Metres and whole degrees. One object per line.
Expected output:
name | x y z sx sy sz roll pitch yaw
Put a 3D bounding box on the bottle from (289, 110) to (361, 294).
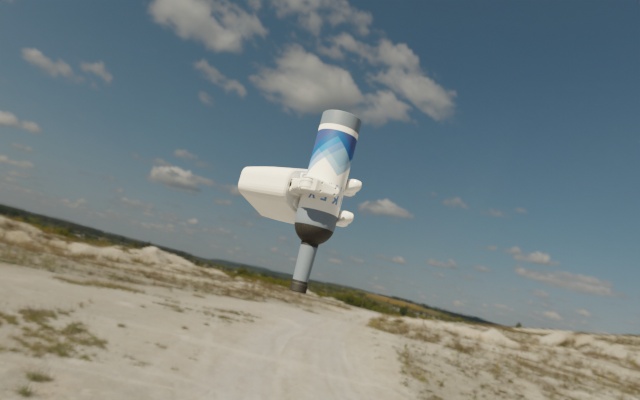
bottle | 0.000 0.002 0.772 0.069 0.295 0.069 14 -10 3
